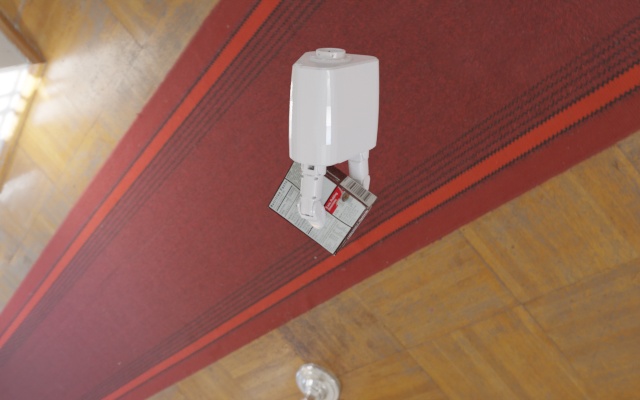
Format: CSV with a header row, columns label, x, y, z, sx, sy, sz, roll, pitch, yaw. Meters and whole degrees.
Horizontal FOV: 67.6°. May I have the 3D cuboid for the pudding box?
label,x,y,z,sx,sy,sz,roll,pitch,yaw
pudding box,0.000,0.002,0.608,0.113,0.090,0.039,37,31,7
